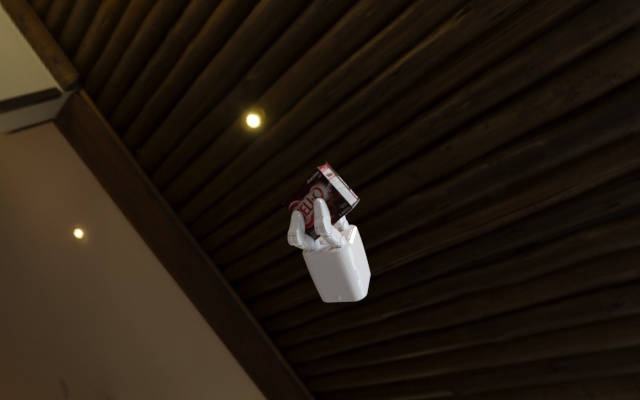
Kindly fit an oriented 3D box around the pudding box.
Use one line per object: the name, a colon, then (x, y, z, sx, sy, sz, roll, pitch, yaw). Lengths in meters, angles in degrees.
pudding box: (0.000, 0.003, 0.829, 0.113, 0.090, 0.039, -43, -2, 35)
